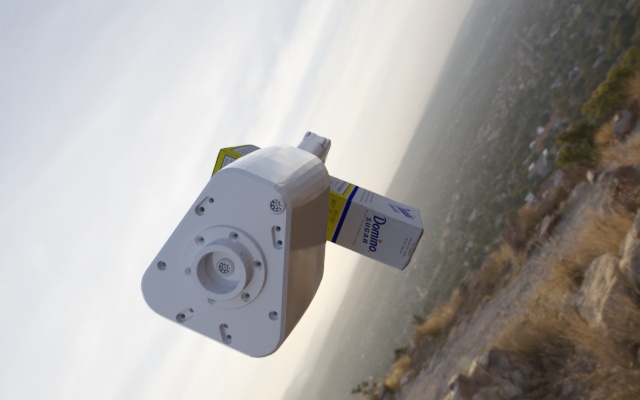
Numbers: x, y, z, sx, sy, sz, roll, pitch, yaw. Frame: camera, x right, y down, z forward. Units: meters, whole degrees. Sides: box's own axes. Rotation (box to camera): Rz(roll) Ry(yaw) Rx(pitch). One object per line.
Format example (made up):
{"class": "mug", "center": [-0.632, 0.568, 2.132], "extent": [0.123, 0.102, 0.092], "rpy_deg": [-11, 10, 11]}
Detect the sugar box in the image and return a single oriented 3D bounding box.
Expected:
{"class": "sugar box", "center": [0.000, 0.002, 0.424], "extent": [0.176, 0.048, 0.093], "rpy_deg": [24, 12, 5]}
